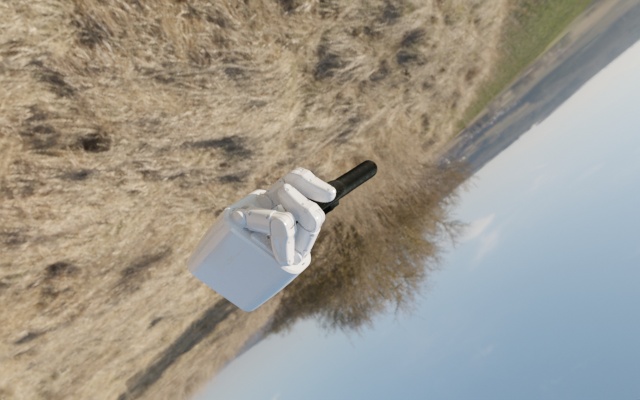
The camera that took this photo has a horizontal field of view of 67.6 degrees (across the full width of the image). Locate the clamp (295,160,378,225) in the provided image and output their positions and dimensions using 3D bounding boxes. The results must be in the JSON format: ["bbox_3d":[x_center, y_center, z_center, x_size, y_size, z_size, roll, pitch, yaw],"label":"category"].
[{"bbox_3d":[0.000,0.003,0.624,0.120,0.039,0.171,-45,-10,34],"label":"clamp"}]
